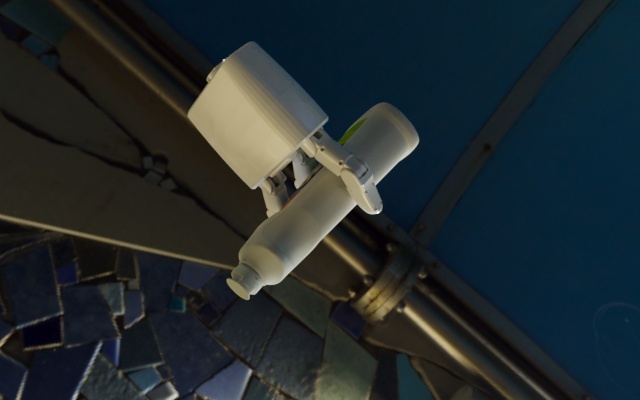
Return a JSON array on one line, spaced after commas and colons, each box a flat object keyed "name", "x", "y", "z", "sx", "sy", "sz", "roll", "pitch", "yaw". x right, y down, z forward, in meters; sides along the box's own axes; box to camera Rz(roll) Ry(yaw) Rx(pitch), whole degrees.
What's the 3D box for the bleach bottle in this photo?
[{"name": "bleach bottle", "x": 0.000, "y": 0.002, "z": 0.502, "sx": 0.250, "sy": 0.068, "sz": 0.102, "roll": -47, "pitch": 7, "yaw": -30}]
